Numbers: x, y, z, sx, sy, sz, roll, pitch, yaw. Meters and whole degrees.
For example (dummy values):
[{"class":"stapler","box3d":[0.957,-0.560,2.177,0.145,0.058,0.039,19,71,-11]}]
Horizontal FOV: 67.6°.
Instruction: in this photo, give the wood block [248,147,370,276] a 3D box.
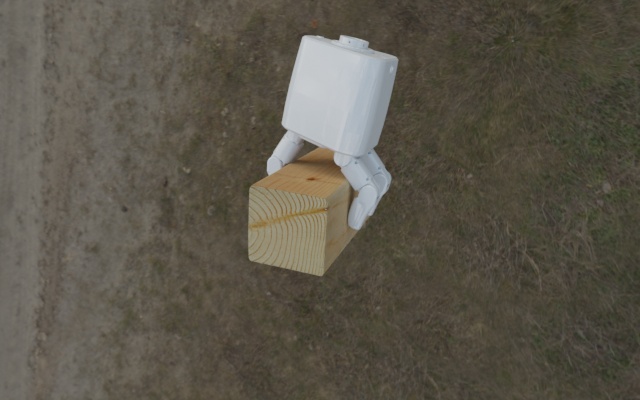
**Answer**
[{"class":"wood block","box3d":[0.000,0.002,0.590,0.091,0.090,0.206,10,21,19]}]
